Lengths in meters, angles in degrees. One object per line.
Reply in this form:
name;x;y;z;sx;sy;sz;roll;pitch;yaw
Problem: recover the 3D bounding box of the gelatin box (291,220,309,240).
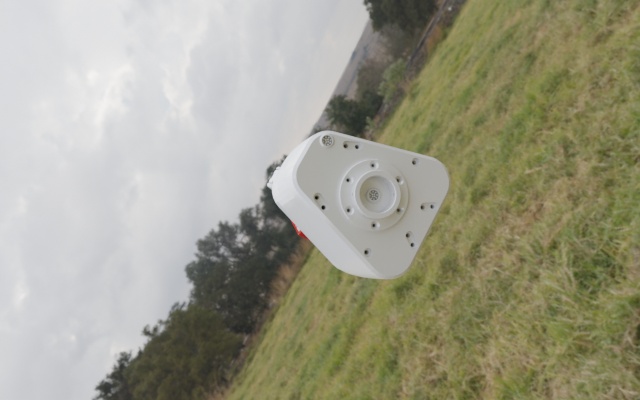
gelatin box;0.000;0.001;0.516;0.030;0.073;0.089;30;5;-15
